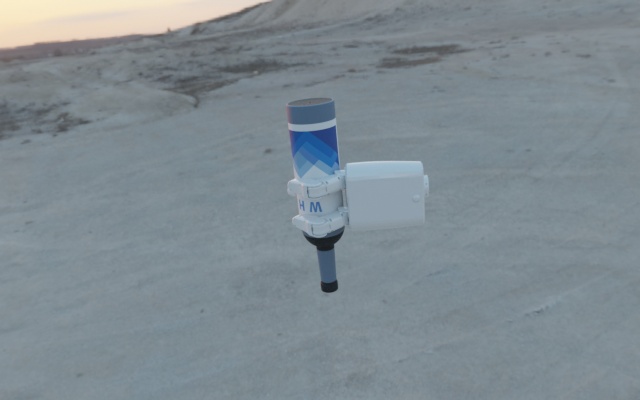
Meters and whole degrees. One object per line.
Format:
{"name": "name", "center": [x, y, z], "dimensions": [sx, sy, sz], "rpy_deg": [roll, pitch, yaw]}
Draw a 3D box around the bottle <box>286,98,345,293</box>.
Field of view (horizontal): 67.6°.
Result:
{"name": "bottle", "center": [0.000, 0.002, 0.704], "dimensions": [0.069, 0.296, 0.069], "rpy_deg": [-5, 21, 2]}
